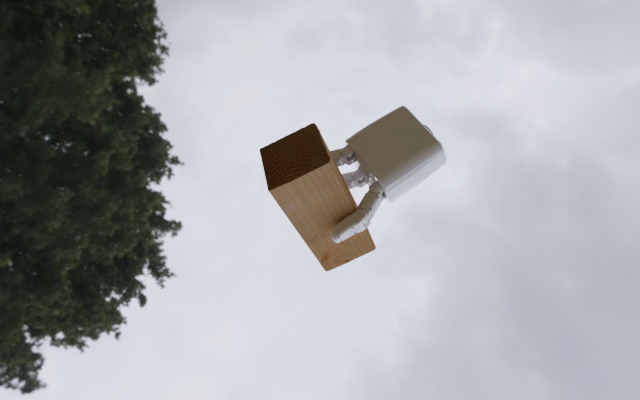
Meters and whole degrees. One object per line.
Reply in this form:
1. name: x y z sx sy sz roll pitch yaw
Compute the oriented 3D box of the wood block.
1. wood block: 0.001 0.002 0.701 0.090 0.090 0.206 -25 -45 6
